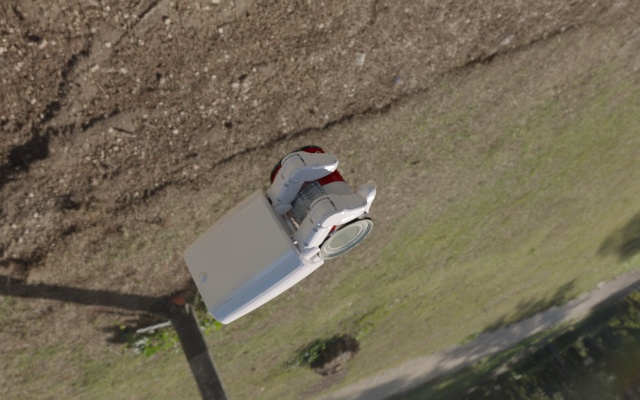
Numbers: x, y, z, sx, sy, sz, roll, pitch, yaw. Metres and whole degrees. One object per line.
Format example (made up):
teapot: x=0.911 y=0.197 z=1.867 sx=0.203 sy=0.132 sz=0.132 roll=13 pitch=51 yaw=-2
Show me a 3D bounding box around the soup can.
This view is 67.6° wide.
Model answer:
soup can: x=0.001 y=0.002 z=0.498 sx=0.068 sy=0.102 sz=0.068 roll=-27 pitch=-26 yaw=-14
